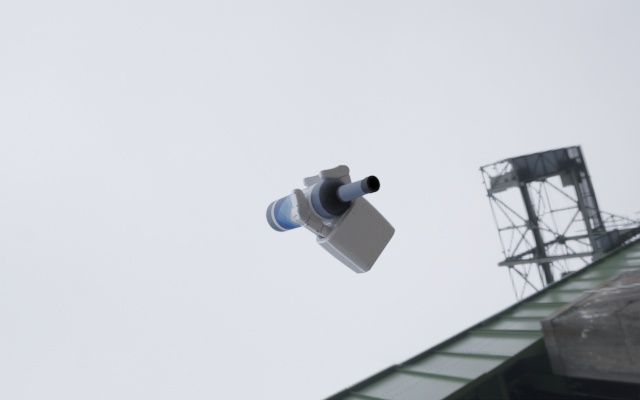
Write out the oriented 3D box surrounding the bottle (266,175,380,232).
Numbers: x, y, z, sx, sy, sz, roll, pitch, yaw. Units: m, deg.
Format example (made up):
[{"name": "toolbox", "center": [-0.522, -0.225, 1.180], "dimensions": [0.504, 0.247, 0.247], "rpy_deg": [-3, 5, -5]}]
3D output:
[{"name": "bottle", "center": [0.000, 0.003, 0.851], "dimensions": [0.069, 0.069, 0.296], "rpy_deg": [0, -11, -35]}]
